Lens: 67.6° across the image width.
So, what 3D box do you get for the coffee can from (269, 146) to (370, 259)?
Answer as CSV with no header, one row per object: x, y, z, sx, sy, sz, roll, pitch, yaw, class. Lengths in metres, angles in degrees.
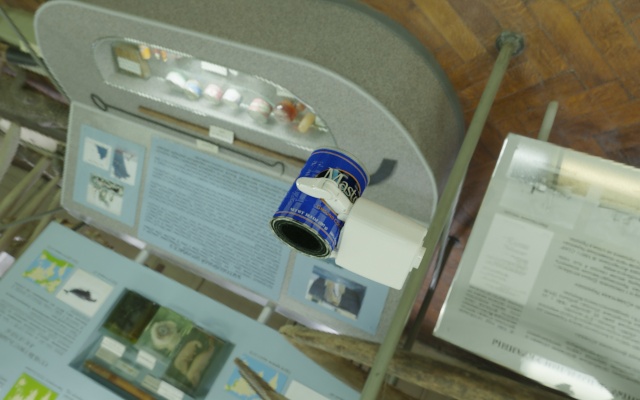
0.000,0.002,0.722,0.103,0.140,0.103,23,-28,13,coffee can
